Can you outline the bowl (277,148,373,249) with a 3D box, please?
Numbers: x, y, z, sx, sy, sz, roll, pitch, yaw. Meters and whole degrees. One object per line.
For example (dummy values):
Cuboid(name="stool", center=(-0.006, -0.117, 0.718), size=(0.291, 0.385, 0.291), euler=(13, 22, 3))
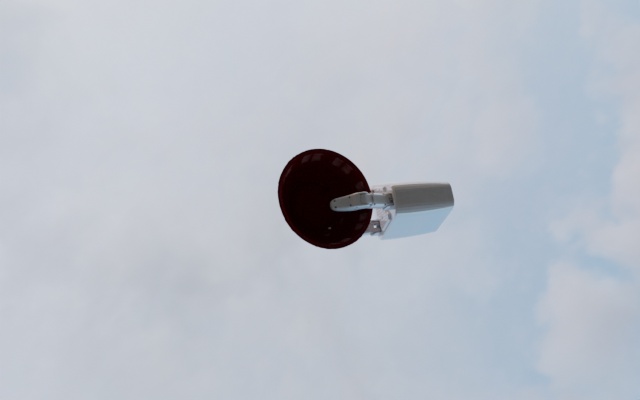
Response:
Cuboid(name="bowl", center=(-0.001, 0.002, 0.755), size=(0.162, 0.162, 0.055), euler=(0, -16, -26))
